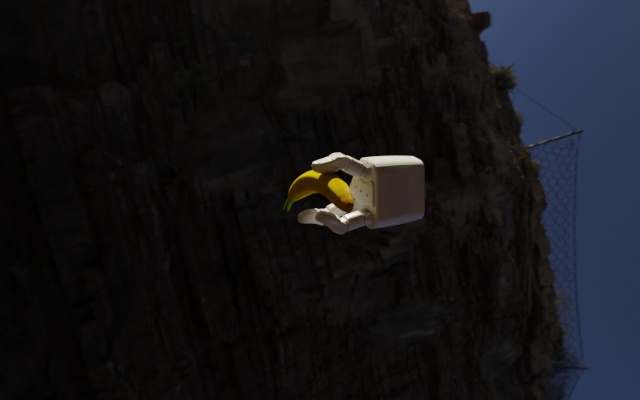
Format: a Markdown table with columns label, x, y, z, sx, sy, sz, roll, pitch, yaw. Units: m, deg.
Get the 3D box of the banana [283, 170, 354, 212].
| label | x | y | z | sx | sy | sz | roll | pitch | yaw |
| --- | --- | --- | --- | --- | --- | --- | --- | --- | --- |
| banana | -0.001 | -0.016 | 0.766 | 0.037 | 0.069 | 0.198 | 2 | -2 | -30 |
